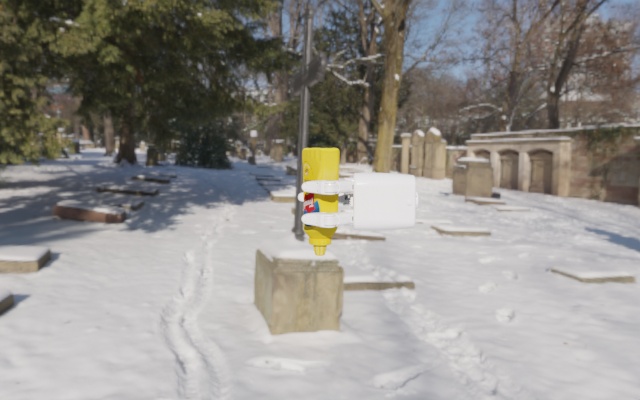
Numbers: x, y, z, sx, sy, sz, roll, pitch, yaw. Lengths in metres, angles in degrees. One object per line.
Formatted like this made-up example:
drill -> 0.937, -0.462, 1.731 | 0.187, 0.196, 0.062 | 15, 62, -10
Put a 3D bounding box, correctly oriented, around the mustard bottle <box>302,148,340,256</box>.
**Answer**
mustard bottle -> 0.000, 0.003, 0.850 | 0.058, 0.191, 0.096 | -3, 7, -23
